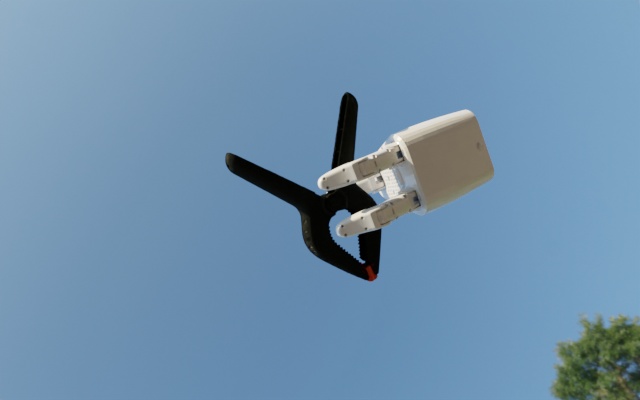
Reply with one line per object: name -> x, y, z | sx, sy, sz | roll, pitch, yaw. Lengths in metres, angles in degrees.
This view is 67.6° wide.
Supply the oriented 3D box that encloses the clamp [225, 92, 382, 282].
clamp -> 0.000, 0.002, 0.537 | 0.164, 0.210, 0.036 | -22, 6, -14
